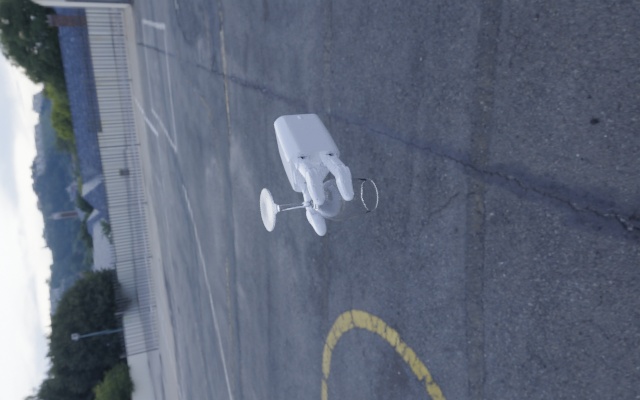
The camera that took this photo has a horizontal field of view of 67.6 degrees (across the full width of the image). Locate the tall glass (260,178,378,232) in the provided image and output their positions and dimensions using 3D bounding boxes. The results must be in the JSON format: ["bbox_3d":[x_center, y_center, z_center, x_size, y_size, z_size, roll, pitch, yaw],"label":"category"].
[{"bbox_3d":[0.000,0.003,0.845,0.201,0.079,0.079,-8,3,-23],"label":"tall glass"}]
